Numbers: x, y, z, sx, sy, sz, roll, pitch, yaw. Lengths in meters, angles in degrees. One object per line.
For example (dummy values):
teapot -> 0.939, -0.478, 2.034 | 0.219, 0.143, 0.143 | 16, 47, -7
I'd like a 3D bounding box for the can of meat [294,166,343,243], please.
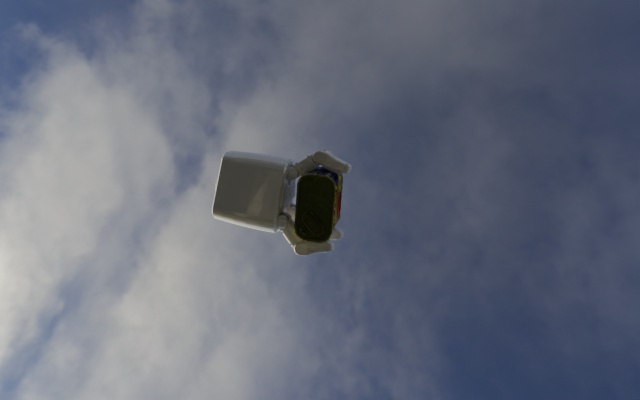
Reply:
can of meat -> 0.000, 0.002, 0.729 | 0.057, 0.102, 0.084 | 7, 15, 11
